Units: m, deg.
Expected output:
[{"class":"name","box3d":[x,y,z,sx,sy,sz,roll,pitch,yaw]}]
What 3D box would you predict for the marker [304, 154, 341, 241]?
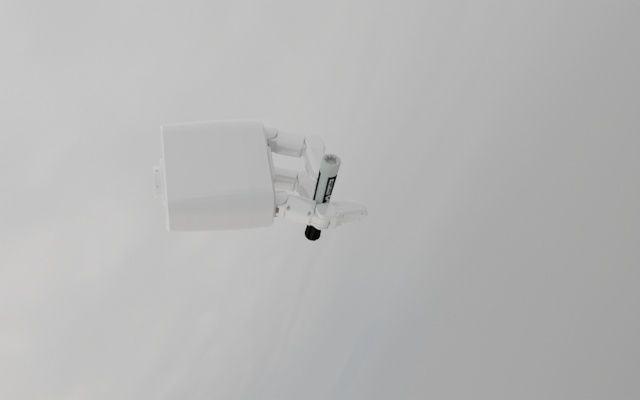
[{"class":"marker","box3d":[0.000,0.002,0.506,0.020,0.020,0.121,0,-43,-14]}]
